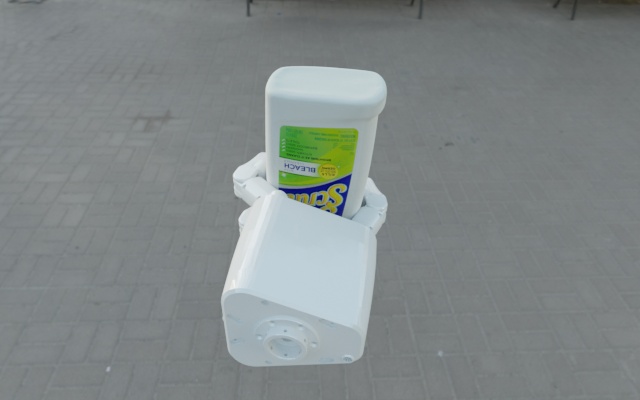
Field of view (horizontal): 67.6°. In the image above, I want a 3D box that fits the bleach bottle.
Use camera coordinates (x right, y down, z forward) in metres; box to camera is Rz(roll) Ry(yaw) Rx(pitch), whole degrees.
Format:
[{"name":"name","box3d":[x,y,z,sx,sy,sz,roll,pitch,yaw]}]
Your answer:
[{"name":"bleach bottle","box3d":[0.000,0.001,0.465,0.102,0.251,0.068,5,38,5]}]
